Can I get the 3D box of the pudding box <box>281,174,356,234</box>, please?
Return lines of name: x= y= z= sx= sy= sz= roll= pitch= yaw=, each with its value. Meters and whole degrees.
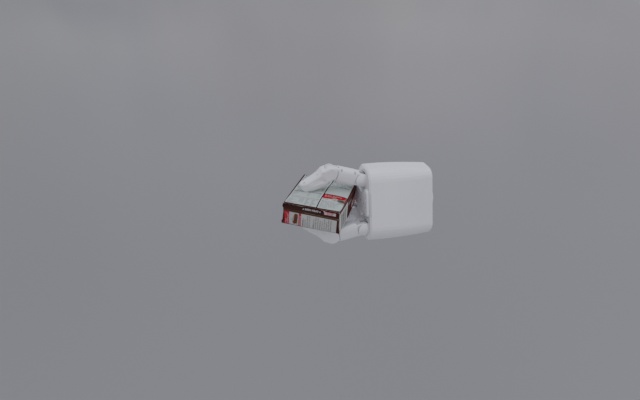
pudding box: x=0.000 y=0.002 z=0.731 sx=0.090 sy=0.039 sz=0.113 roll=10 pitch=26 yaw=12
